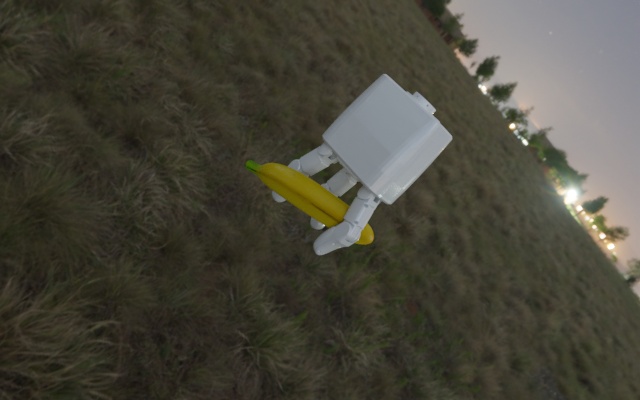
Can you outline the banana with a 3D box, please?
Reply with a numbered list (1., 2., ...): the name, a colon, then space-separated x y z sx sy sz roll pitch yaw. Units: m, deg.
1. banana: 0.003 0.005 0.576 0.198 0.037 0.069 34 4 -22
